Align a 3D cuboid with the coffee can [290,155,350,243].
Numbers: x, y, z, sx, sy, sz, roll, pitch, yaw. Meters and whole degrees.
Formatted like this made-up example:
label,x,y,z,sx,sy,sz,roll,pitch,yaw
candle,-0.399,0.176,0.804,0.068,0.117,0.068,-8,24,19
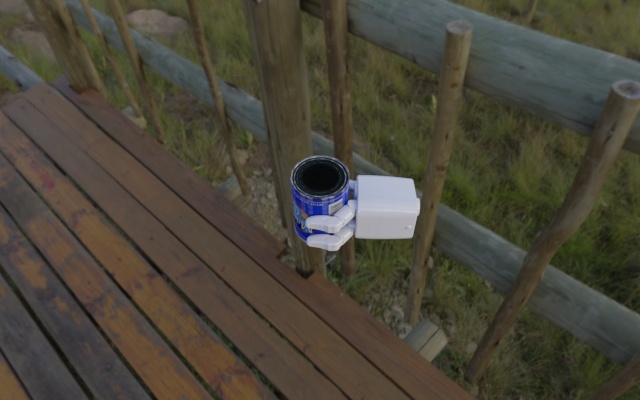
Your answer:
label,x,y,z,sx,sy,sz,roll,pitch,yaw
coffee can,0.000,0.003,0.872,0.103,0.102,0.140,0,-40,1
